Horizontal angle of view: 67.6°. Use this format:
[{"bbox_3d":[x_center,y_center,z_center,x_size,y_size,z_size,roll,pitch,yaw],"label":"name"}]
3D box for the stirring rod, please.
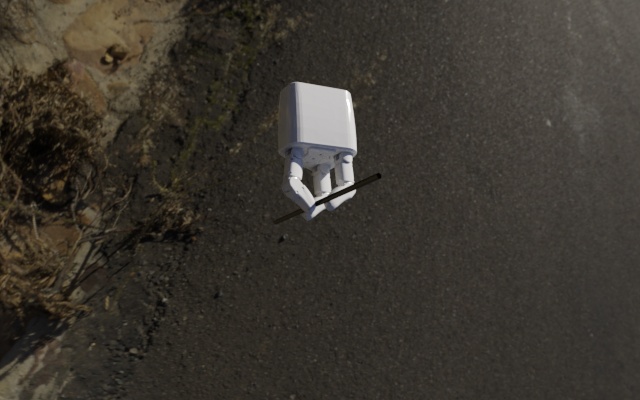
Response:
[{"bbox_3d":[0.000,0.002,0.685,0.011,0.011,0.239,0,-16,-39],"label":"stirring rod"}]
